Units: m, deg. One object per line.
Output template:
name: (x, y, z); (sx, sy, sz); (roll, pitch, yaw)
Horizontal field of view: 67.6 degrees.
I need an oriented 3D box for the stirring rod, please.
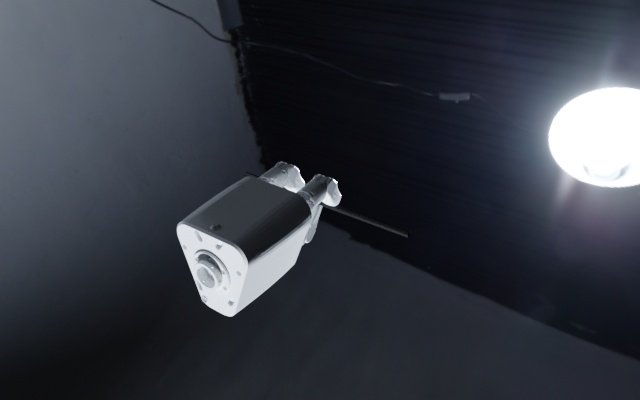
stirring rod: (0.000, 0.002, 0.600); (0.239, 0.011, 0.011); (20, 9, 26)
